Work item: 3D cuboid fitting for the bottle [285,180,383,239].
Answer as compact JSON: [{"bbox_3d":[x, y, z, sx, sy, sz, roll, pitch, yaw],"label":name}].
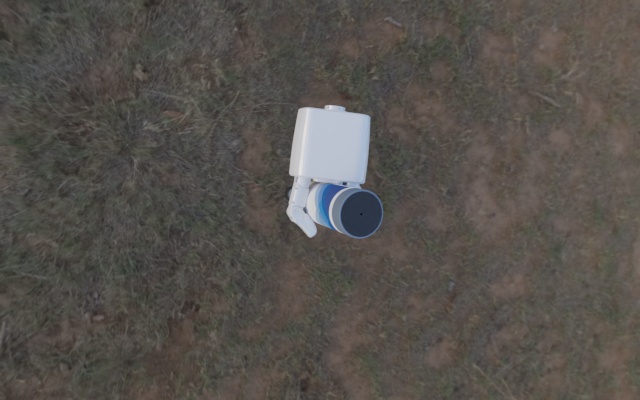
[{"bbox_3d":[0.000,0.003,0.772,0.069,0.069,0.295,0,6,-22],"label":"bottle"}]
